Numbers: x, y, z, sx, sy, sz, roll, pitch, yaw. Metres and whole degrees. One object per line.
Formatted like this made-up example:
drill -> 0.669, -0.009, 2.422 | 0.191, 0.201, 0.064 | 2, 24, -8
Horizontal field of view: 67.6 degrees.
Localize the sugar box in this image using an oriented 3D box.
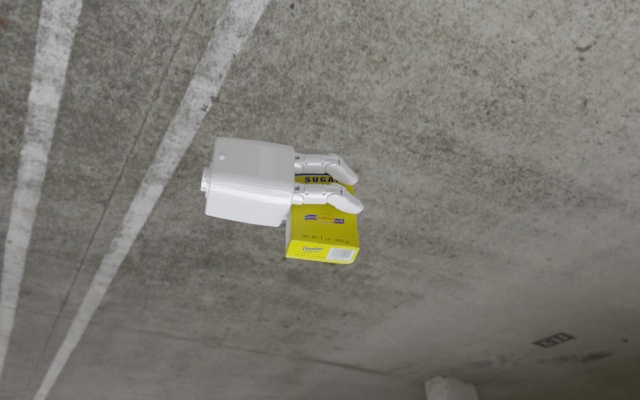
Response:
sugar box -> 0.000, 0.002, 0.672 | 0.093, 0.176, 0.048 | 8, -40, -13
